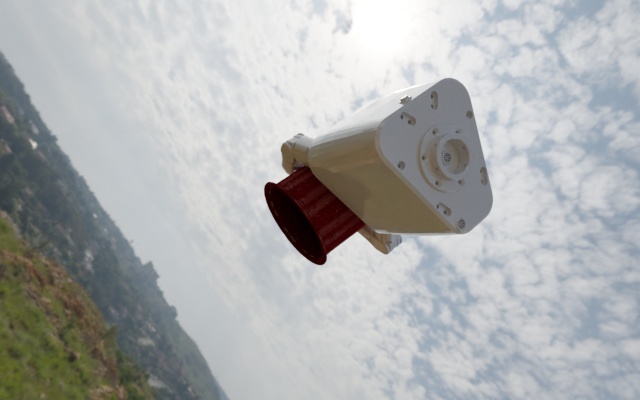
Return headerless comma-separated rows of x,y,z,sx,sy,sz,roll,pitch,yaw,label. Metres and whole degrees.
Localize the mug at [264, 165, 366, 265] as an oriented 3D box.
0.000,0.002,0.473,0.081,0.093,0.117,-35,14,-21,mug
